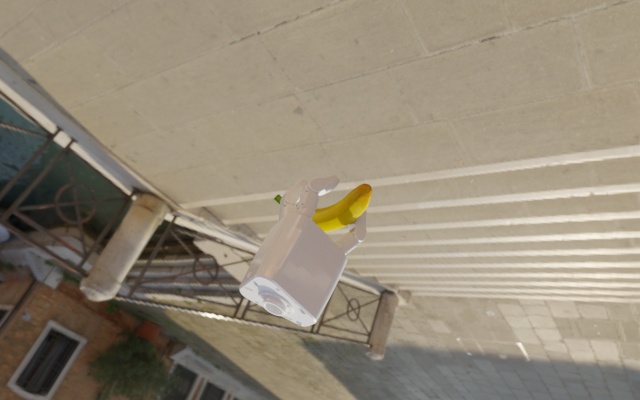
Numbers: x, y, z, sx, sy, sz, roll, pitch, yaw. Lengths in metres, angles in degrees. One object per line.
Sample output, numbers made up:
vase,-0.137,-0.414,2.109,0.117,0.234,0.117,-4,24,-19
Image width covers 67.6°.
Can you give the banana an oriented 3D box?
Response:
banana,0.007,0.017,0.727,0.198,0.070,0.037,-7,35,42
